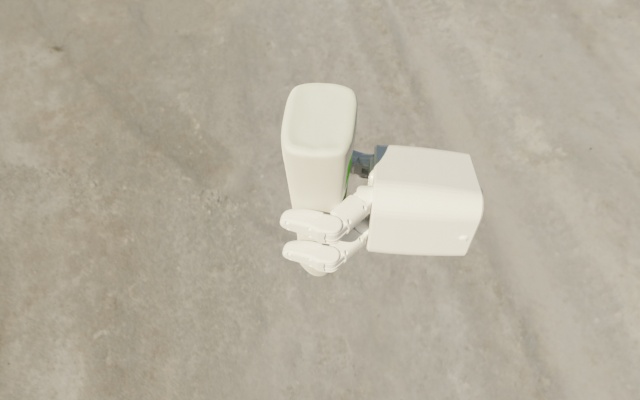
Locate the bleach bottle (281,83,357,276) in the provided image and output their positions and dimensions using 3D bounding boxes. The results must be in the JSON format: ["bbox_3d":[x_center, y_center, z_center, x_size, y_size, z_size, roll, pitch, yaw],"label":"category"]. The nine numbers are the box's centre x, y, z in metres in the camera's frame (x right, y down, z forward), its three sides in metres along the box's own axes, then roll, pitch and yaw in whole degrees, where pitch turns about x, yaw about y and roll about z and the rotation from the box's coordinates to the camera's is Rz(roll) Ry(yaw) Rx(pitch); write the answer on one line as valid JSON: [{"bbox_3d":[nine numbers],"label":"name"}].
[{"bbox_3d":[0.000,0.002,0.528,0.068,0.102,0.251,5,-38,4],"label":"bleach bottle"}]
